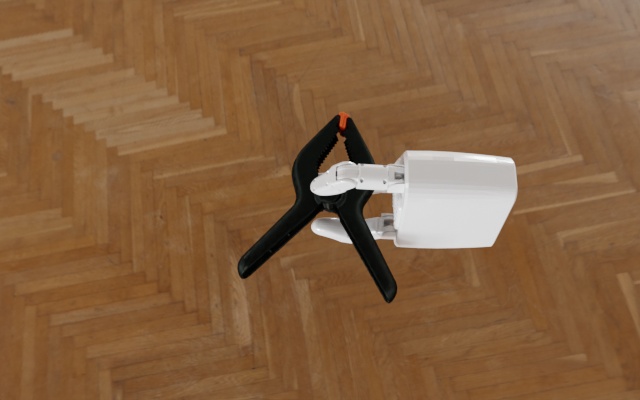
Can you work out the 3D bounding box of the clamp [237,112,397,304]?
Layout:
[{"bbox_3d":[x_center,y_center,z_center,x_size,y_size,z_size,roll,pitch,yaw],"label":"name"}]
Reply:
[{"bbox_3d":[0.000,0.001,0.517,0.164,0.210,0.036,3,-20,1],"label":"clamp"}]
